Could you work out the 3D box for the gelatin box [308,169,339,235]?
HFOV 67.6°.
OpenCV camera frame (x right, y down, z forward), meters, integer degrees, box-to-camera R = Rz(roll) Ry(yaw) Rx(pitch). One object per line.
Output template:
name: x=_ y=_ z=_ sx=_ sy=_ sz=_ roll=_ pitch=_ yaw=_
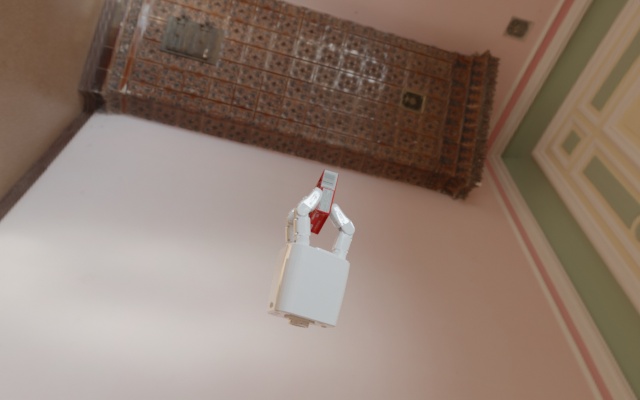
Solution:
gelatin box: x=0.001 y=0.003 z=0.818 sx=0.030 sy=0.089 sz=0.073 roll=18 pitch=-33 yaw=-7
